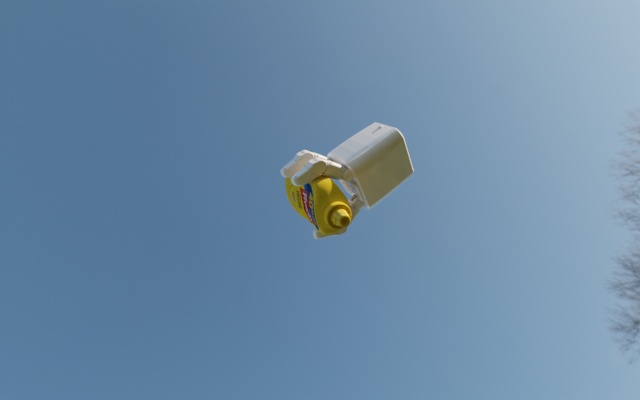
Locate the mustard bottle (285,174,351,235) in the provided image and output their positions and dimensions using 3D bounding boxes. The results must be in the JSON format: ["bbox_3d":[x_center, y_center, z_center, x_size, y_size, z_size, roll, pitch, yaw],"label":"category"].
[{"bbox_3d":[0.000,0.003,0.773,0.058,0.096,0.191,-15,22,-19],"label":"mustard bottle"}]
